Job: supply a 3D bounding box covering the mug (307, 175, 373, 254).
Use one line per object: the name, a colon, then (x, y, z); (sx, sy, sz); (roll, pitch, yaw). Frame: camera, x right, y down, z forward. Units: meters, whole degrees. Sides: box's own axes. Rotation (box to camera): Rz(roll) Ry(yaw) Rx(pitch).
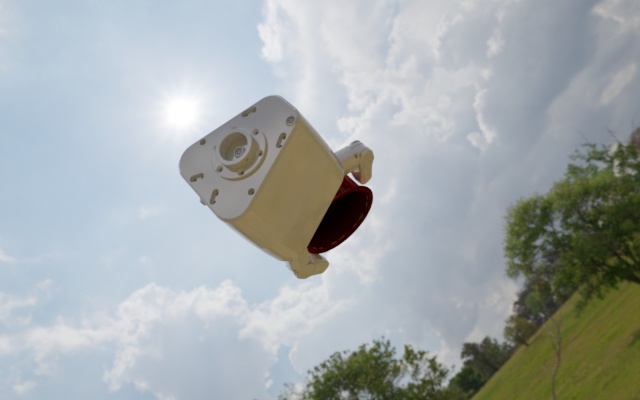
mug: (0.000, 0.002, 0.532); (0.081, 0.093, 0.117); (45, -2, 29)
